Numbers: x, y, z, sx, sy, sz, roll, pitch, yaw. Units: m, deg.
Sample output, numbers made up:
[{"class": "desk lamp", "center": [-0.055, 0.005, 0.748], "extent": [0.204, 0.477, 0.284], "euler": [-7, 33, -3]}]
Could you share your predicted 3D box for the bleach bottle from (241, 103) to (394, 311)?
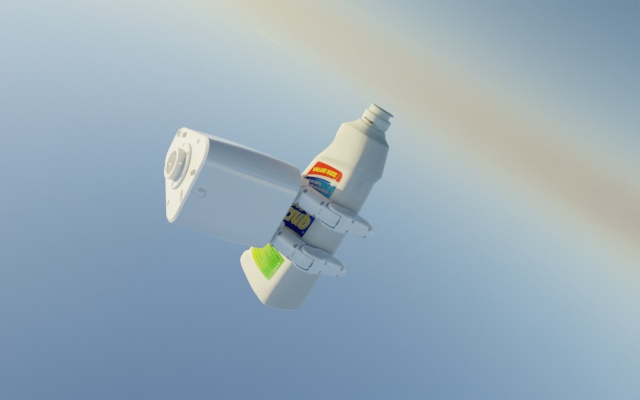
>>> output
[{"class": "bleach bottle", "center": [0.000, 0.002, 0.548], "extent": [0.068, 0.251, 0.102], "euler": [18, 21, -37]}]
